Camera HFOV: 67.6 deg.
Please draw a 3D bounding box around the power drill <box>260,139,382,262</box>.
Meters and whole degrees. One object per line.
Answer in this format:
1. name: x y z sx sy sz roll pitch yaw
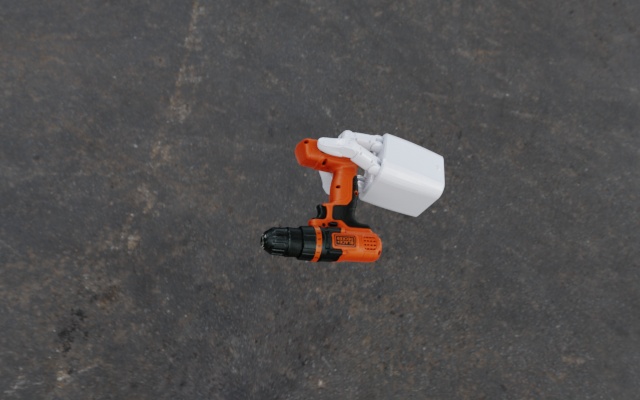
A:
1. power drill: 0.000 0.002 0.728 0.184 0.187 0.057 7 -22 -21
